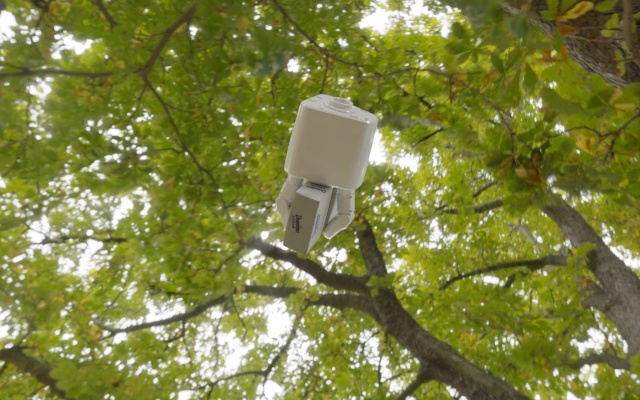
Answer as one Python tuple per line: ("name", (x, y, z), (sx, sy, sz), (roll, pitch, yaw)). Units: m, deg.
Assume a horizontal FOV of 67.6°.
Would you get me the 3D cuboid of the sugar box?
("sugar box", (0.000, 0.002, 0.746), (0.048, 0.093, 0.176), (22, 27, 14))
